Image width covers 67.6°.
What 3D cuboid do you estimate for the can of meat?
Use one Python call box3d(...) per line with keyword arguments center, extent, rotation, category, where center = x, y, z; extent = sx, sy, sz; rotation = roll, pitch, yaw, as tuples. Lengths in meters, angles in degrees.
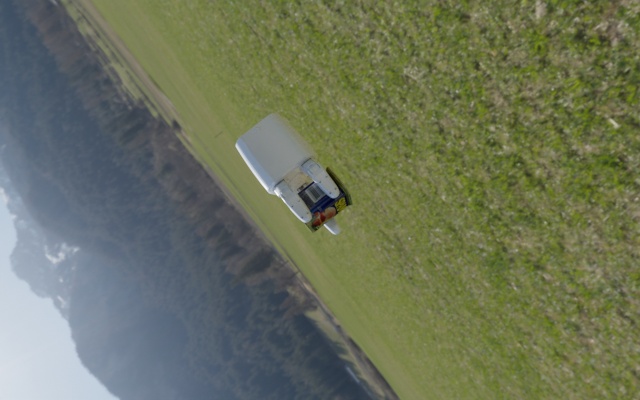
box3d(center=(0.000, 0.003, 0.766), extent=(0.084, 0.057, 0.102), rotation=(-38, -15, -3), category="can of meat")
